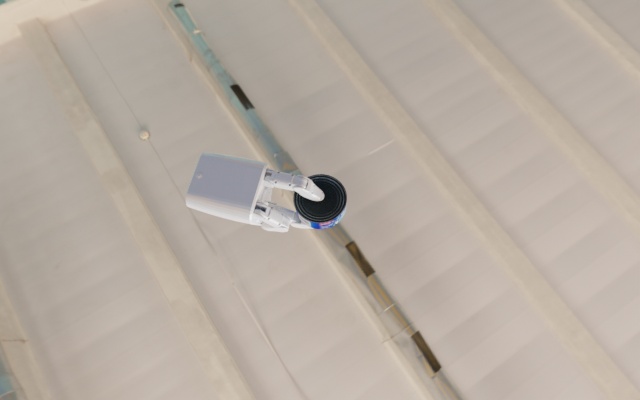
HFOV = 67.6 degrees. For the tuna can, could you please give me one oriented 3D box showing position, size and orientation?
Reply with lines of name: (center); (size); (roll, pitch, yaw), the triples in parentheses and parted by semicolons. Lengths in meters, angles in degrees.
tuna can: (0.000, 0.003, 0.771); (0.086, 0.086, 0.034); (0, -25, 3)
